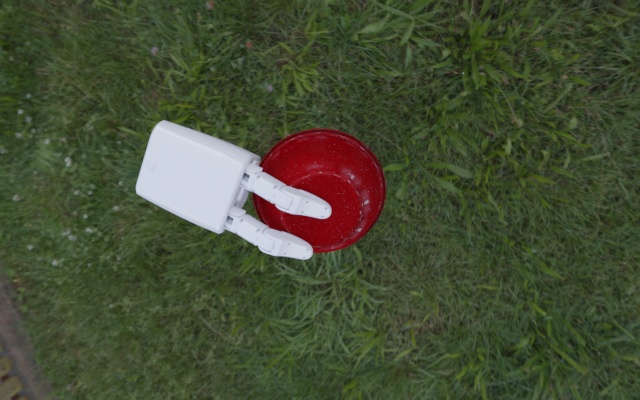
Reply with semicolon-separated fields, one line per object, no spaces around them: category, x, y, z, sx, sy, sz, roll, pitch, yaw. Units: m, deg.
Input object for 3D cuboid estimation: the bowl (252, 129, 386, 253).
bowl;0.001;0.002;0.553;0.162;0.162;0.055;0;23;-3
